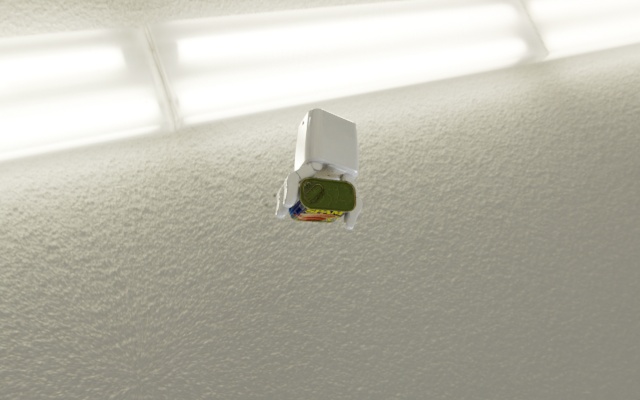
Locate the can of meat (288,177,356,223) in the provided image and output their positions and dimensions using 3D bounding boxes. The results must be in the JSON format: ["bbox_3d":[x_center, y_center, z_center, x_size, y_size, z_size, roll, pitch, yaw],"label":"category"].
[{"bbox_3d":[0.000,0.003,0.846,0.102,0.057,0.084,5,-20,-19],"label":"can of meat"}]
